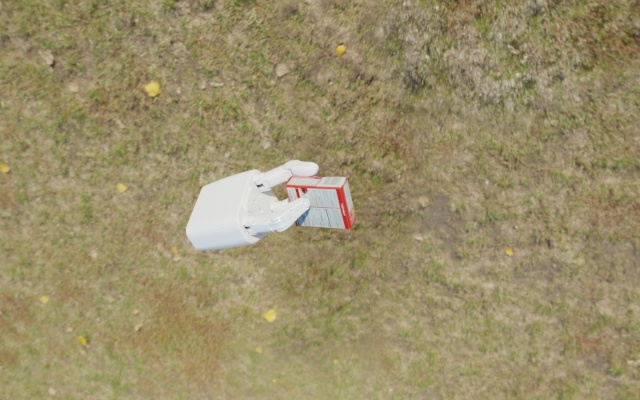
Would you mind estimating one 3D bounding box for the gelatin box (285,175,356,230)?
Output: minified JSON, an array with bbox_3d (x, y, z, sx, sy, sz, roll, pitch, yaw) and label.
[{"bbox_3d":[0.000,0.002,0.678,0.089,0.073,0.030,3,37,25],"label":"gelatin box"}]
